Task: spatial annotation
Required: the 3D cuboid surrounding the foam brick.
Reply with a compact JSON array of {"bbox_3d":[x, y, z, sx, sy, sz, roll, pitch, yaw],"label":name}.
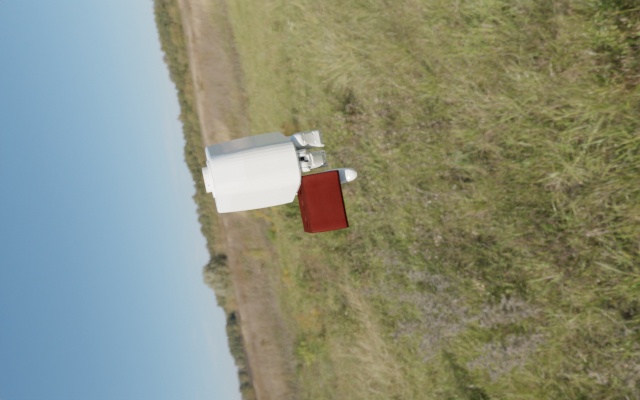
[{"bbox_3d":[0.000,0.002,0.639,0.051,0.078,0.053,-11,2,-15],"label":"foam brick"}]
